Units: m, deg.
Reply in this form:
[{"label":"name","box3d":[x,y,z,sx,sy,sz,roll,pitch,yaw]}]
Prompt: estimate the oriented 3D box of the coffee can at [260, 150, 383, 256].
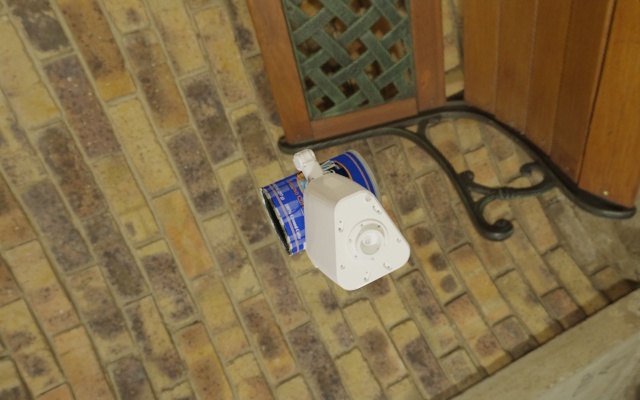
[{"label":"coffee can","box3d":[0.000,0.002,0.665,0.140,0.103,0.103,-24,5,-13]}]
